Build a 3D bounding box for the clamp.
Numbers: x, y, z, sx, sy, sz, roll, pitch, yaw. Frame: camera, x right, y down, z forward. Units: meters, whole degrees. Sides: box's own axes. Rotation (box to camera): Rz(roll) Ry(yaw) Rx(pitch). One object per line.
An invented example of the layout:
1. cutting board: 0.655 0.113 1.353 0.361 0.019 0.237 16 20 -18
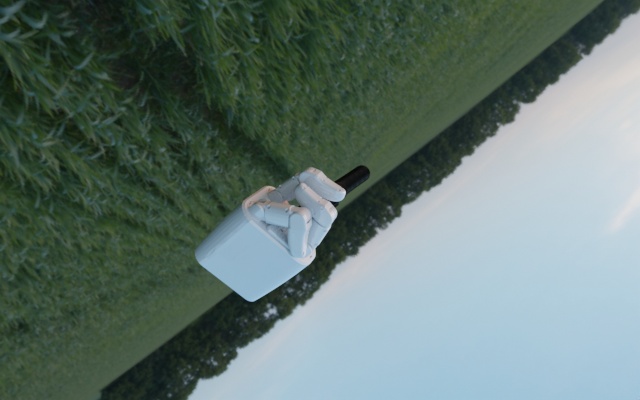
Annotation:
1. clamp: 0.001 0.003 0.669 0.120 0.039 0.171 -40 -4 26
